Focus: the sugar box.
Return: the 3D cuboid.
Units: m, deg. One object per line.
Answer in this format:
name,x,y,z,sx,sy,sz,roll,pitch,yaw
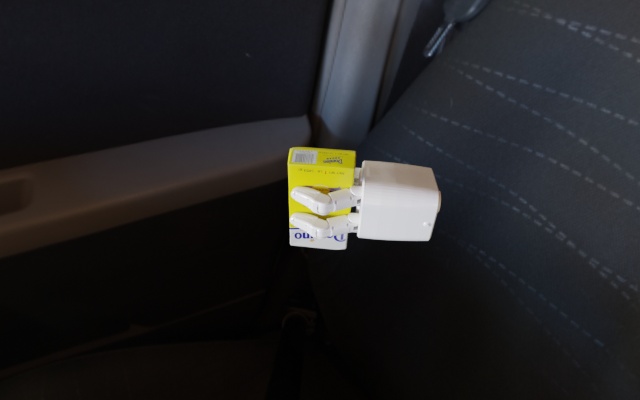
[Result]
sugar box,0.000,0.003,0.710,0.093,0.176,0.048,5,44,3
